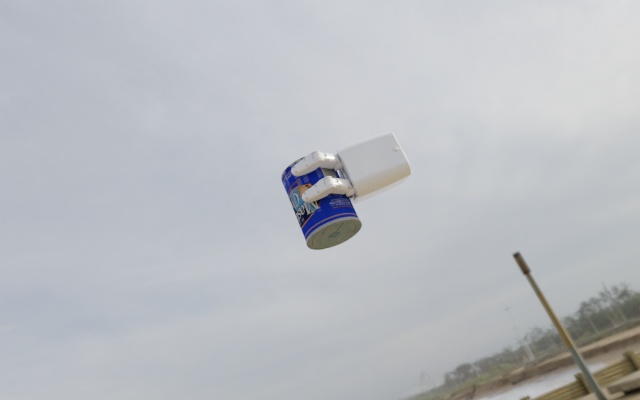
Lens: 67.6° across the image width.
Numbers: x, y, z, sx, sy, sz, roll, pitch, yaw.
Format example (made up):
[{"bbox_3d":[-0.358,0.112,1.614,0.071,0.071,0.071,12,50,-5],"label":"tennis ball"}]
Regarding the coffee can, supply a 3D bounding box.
[{"bbox_3d":[0.000,0.003,0.854,0.103,0.140,0.103,-19,-26,-9],"label":"coffee can"}]
